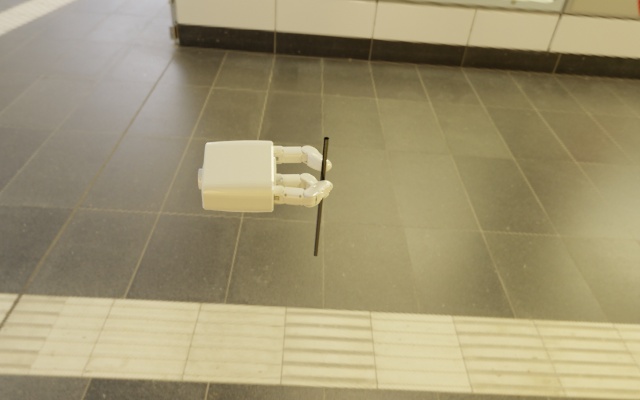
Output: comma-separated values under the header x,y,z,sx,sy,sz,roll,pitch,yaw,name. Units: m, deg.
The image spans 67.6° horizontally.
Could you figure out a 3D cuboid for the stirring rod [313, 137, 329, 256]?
x,y,z,sx,sy,sz,roll,pitch,yaw,name
0.000,0.003,0.781,0.011,0.240,0.011,3,38,-3,stirring rod
